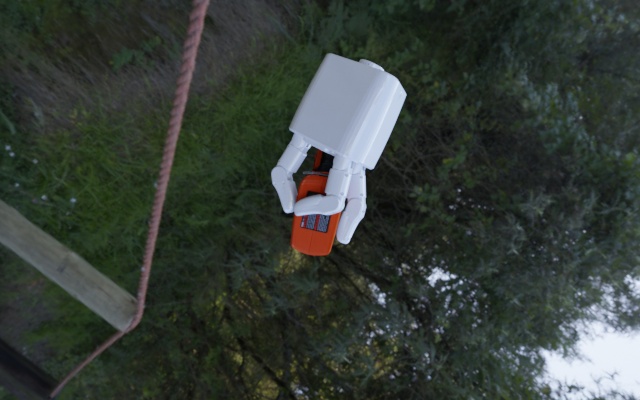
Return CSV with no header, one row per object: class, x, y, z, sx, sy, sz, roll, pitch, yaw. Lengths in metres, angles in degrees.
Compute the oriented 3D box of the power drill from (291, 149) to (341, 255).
power drill,0.000,0.002,0.675,0.057,0.184,0.187,10,22,1
